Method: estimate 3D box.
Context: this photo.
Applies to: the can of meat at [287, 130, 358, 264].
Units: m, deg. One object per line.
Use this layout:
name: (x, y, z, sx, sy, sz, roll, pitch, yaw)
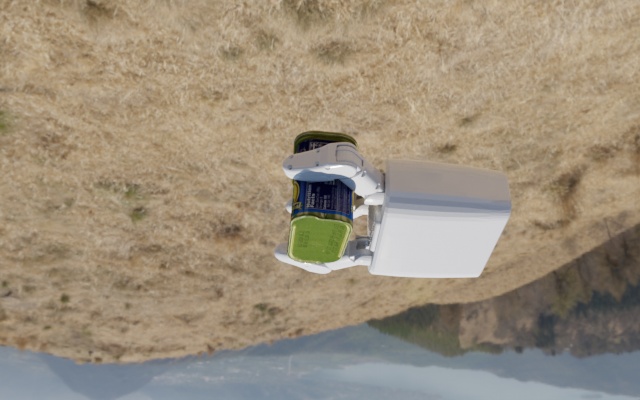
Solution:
can of meat: (0.000, 0.002, 0.433, 0.057, 0.084, 0.102, 5, -29, -3)
